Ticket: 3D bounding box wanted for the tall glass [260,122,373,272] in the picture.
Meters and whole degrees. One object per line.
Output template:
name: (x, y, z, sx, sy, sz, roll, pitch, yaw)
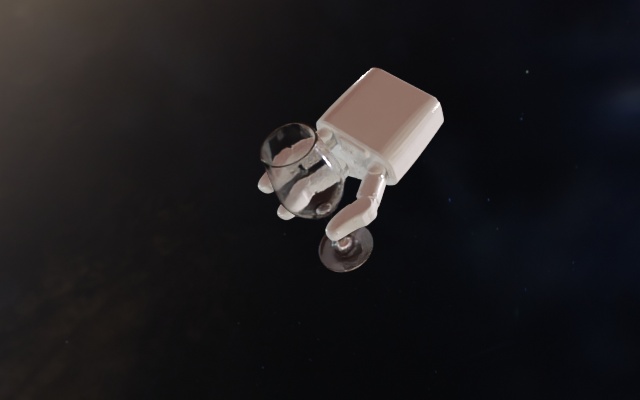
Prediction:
tall glass: (0.000, 0.002, 0.550, 0.079, 0.079, 0.201, 0, -36, 24)
